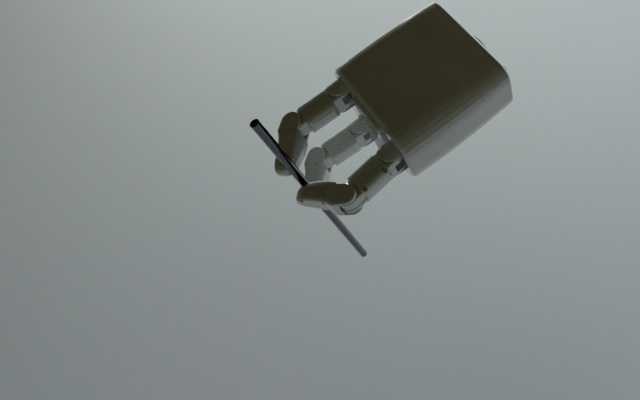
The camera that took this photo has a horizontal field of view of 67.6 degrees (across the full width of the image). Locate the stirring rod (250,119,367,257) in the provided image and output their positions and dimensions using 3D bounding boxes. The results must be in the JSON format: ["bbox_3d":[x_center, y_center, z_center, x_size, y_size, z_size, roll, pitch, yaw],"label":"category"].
[{"bbox_3d":[0.000,0.001,0.444,0.011,0.011,0.240,0,-29,28],"label":"stirring rod"}]
